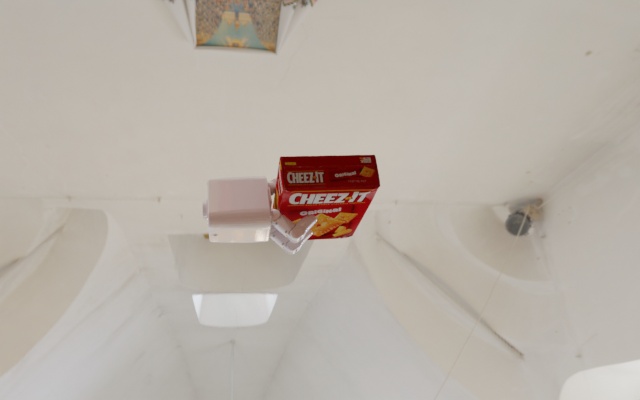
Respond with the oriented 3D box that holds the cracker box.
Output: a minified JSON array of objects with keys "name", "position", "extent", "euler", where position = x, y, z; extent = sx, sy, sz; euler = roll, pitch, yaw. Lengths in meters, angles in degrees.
[{"name":"cracker box","position":[0.000,0.003,0.867],"extent":[0.164,0.072,0.214],"euler":[-3,-27,-12]}]
